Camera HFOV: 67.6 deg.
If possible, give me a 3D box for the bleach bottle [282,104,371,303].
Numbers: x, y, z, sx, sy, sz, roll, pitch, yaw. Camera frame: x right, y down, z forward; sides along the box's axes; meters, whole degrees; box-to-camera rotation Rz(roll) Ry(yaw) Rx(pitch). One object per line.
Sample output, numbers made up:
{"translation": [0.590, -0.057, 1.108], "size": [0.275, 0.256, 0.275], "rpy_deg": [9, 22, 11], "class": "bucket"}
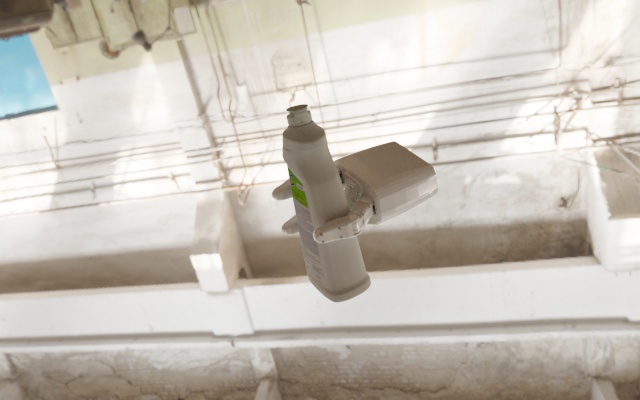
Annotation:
{"translation": [0.000, 0.002, 0.621], "size": [0.068, 0.251, 0.102], "rpy_deg": [-22, 25, -22], "class": "bleach bottle"}
